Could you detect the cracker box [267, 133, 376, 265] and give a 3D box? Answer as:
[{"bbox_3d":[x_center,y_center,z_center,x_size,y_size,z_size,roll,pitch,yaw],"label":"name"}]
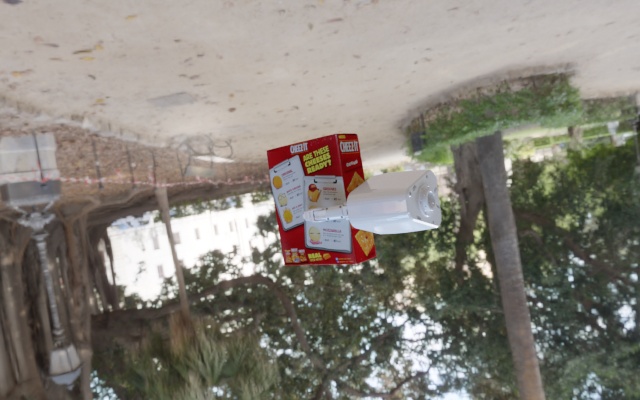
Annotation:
[{"bbox_3d":[0.000,0.003,0.836,0.164,0.213,0.072,-7,2,39],"label":"cracker box"}]
